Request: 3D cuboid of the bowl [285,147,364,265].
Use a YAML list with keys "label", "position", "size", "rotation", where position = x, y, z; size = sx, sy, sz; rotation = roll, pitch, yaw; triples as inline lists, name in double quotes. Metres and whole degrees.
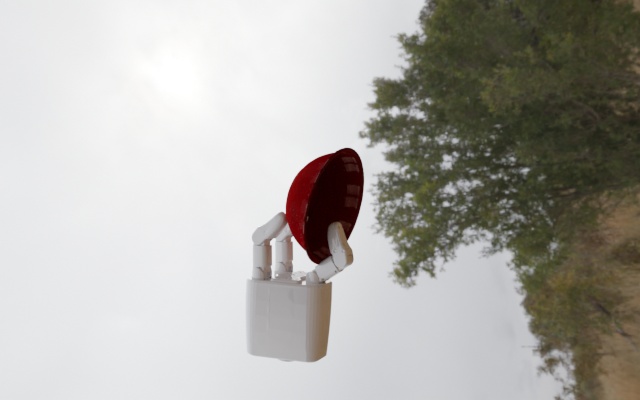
- label: "bowl"
  position: [0.000, 0.001, 0.650]
  size: [0.055, 0.162, 0.162]
  rotation: [17, 8, 27]
